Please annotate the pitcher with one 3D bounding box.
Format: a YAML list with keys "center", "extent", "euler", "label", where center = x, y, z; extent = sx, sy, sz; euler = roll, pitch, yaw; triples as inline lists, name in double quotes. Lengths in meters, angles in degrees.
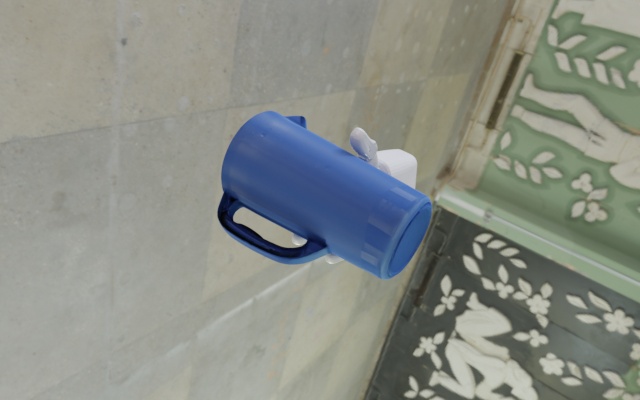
- center: [0.000, 0.002, 0.584]
  extent: [0.242, 0.149, 0.145]
  euler: [29, 23, 25]
  label: "pitcher"
